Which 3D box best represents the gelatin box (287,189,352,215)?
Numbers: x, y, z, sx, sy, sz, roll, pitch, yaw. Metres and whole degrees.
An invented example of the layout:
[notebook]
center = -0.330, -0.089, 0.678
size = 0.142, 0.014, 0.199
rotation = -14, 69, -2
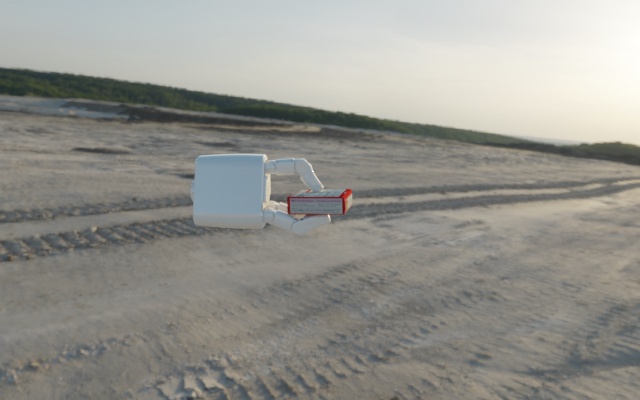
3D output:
[gelatin box]
center = 0.000, 0.002, 0.739
size = 0.089, 0.030, 0.073
rotation = -1, 10, 13
